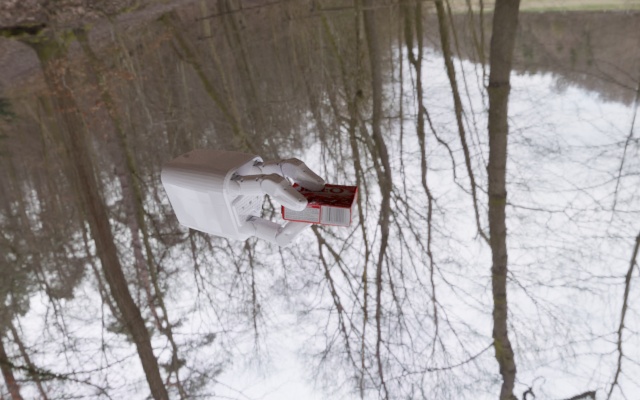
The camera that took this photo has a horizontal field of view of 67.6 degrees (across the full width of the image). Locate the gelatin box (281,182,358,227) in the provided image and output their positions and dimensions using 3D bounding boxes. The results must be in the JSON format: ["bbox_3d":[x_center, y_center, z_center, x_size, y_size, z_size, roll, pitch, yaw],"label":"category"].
[{"bbox_3d":[0.000,0.002,0.620,0.089,0.030,0.073,6,24,9],"label":"gelatin box"}]
